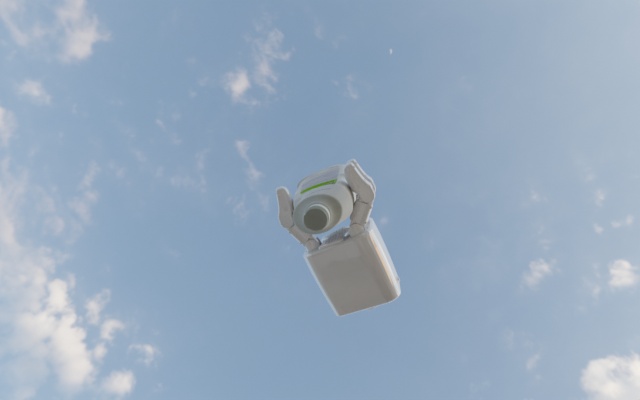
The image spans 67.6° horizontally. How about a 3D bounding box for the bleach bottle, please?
[{"bbox_3d":[0.000,0.002,0.683,0.102,0.068,0.250,-24,7,10],"label":"bleach bottle"}]
